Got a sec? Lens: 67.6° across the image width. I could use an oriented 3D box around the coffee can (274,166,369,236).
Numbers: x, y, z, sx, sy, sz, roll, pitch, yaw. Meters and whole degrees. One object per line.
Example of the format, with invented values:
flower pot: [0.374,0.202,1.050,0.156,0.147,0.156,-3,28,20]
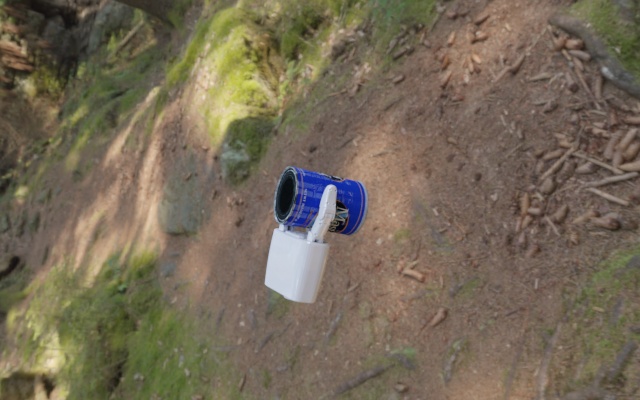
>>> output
coffee can: [0.000,0.003,0.853,0.140,0.103,0.103,11,-5,-25]
